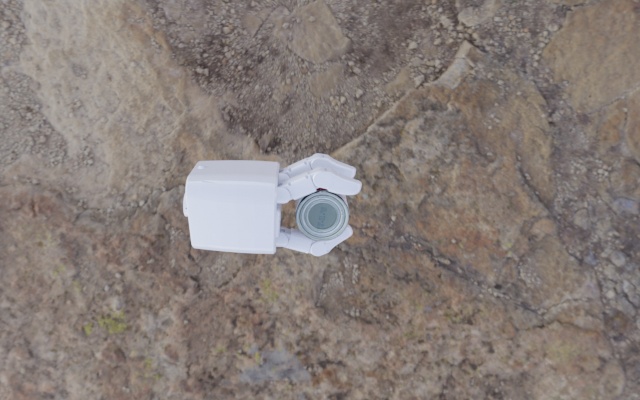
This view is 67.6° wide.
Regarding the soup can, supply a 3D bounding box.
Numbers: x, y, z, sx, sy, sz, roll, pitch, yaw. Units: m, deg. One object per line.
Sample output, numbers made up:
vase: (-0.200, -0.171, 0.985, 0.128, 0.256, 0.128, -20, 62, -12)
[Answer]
soup can: (0.001, 0.002, 0.621, 0.068, 0.068, 0.102, 0, 21, -3)
